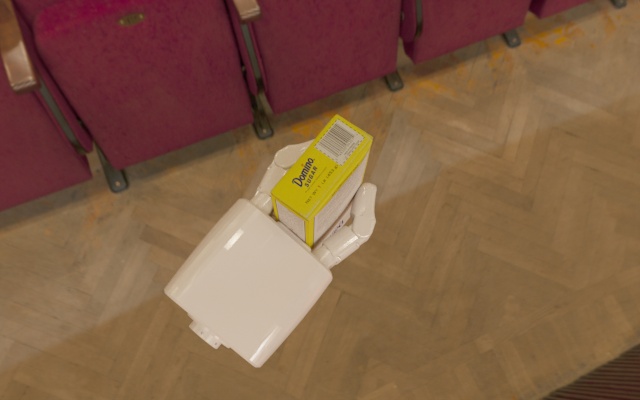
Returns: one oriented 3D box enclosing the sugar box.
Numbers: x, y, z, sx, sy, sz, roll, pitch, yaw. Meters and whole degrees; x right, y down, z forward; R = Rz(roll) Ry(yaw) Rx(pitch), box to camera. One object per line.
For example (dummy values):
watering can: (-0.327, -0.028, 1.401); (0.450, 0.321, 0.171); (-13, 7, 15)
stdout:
sugar box: (0.000, 0.001, 0.464); (0.048, 0.093, 0.176); (37, -18, 9)
